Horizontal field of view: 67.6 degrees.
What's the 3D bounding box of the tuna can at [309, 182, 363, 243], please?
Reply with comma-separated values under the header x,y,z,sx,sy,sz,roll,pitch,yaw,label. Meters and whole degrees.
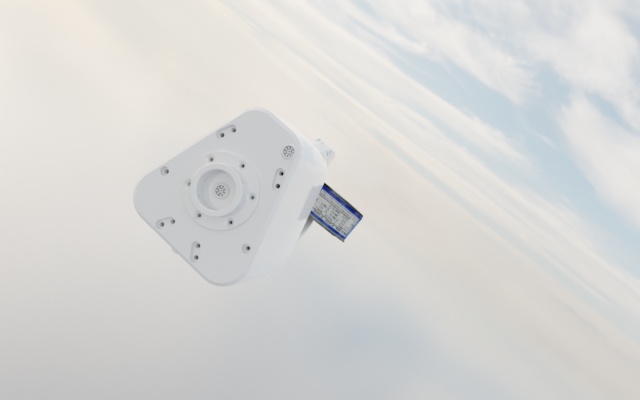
x,y,z,sx,sy,sz,roll,pitch,yaw,label
0.000,0.001,0.471,0.086,0.034,0.086,39,0,0,tuna can
